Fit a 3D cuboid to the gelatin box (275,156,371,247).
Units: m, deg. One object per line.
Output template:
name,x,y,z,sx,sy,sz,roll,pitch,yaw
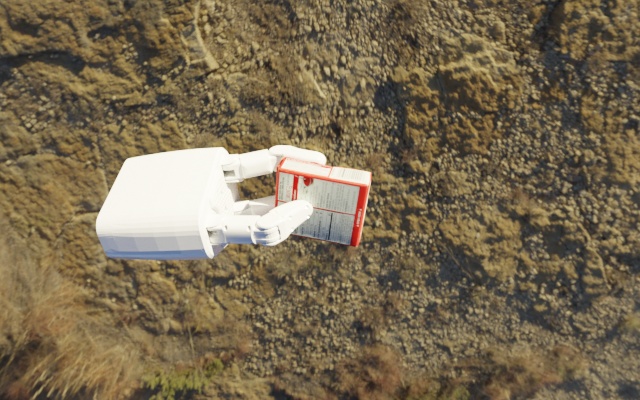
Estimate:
gelatin box,0.000,0.002,0.466,0.089,0.073,0.030,11,33,6
